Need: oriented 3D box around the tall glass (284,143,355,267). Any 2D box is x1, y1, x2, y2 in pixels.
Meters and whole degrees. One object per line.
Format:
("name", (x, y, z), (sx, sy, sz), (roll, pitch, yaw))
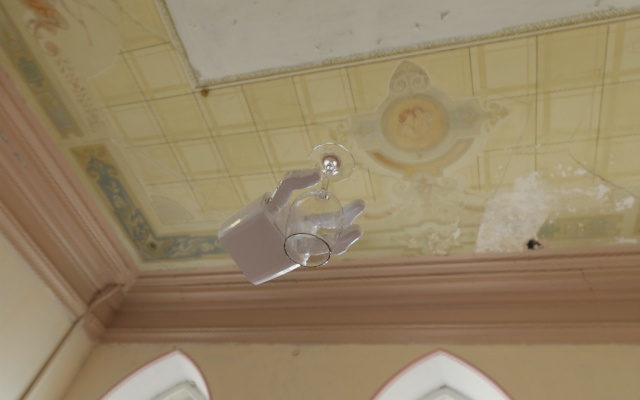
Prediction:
("tall glass", (0.000, 0.002, 0.683), (0.079, 0.079, 0.201), (0, 38, 13))
